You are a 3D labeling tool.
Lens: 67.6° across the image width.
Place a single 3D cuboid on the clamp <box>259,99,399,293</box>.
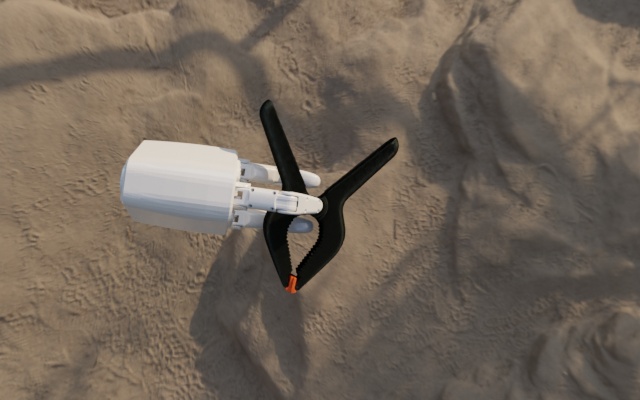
[{"bbox_3d":[0.000,0.002,0.544,0.164,0.210,0.036,8,1,-9],"label":"clamp"}]
